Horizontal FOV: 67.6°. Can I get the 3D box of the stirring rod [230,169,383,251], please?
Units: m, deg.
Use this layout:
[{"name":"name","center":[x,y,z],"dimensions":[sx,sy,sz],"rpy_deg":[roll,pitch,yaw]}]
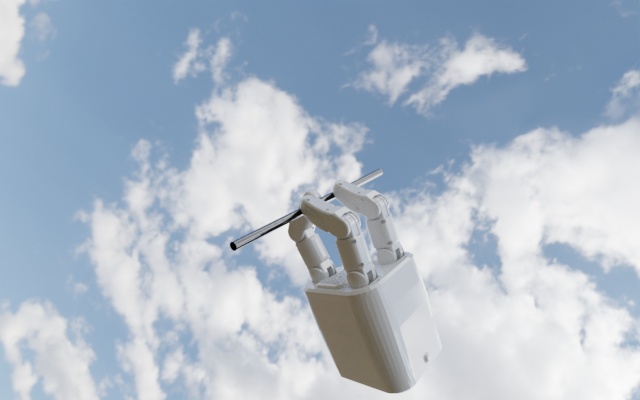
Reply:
[{"name":"stirring rod","center":[0.000,0.002,0.475],"dimensions":[0.011,0.011,0.239],"rpy_deg":[0,17,38]}]
